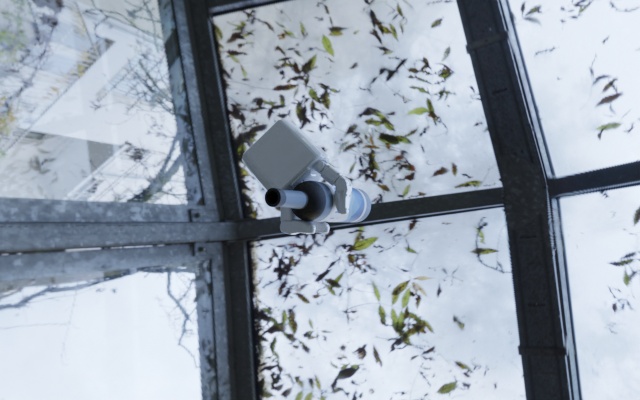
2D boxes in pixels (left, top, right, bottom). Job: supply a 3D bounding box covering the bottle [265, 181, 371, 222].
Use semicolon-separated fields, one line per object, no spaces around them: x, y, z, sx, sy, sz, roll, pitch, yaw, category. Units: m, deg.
0.000;0.003;0.803;0.069;0.069;0.296;0;-3;28;bottle
